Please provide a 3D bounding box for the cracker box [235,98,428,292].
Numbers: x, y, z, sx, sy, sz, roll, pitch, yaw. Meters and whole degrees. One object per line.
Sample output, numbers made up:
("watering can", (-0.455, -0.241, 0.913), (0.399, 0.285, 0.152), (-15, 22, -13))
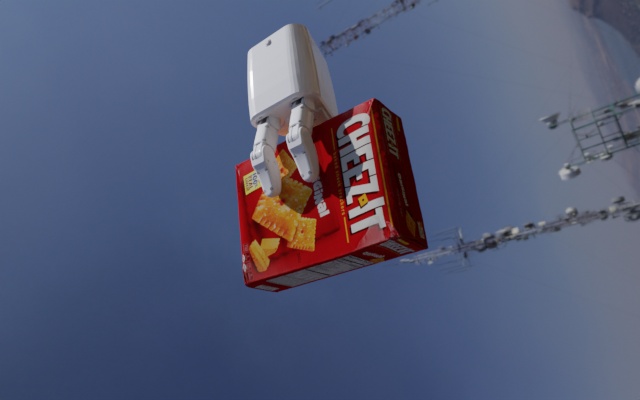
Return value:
("cracker box", (0.000, 0.002, 0.557), (0.214, 0.164, 0.072), (-22, -26, 31))
